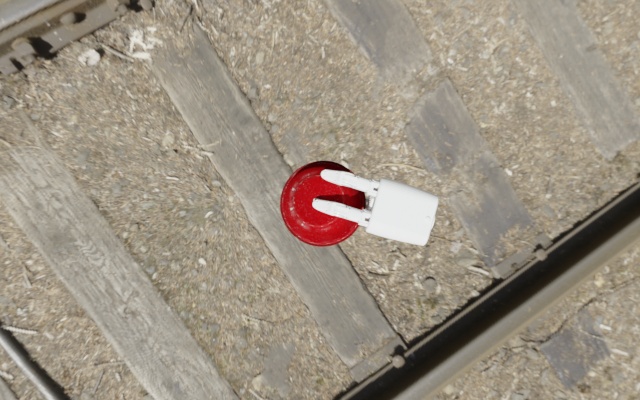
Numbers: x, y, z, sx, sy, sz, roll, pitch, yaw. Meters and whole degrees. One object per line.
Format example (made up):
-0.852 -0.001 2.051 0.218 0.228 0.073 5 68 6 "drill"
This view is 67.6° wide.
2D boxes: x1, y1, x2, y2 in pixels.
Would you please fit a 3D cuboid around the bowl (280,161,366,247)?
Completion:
-0.001 0.003 0.864 0.162 0.162 0.055 0 -5 8 "bowl"
